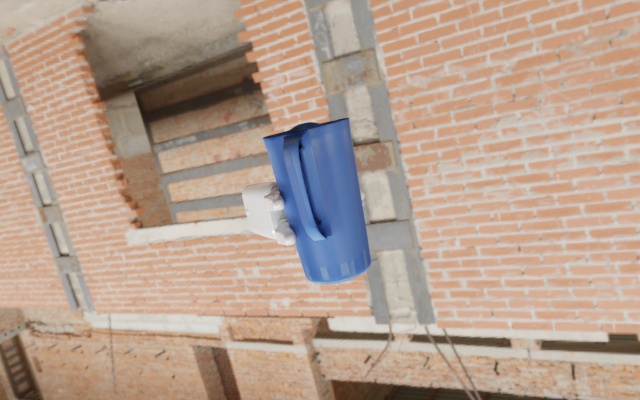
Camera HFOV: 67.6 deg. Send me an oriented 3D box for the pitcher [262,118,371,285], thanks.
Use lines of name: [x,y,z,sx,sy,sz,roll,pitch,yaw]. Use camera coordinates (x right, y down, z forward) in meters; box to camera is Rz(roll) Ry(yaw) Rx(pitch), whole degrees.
pitcher: [0.000,0.002,0.728,0.149,0.243,0.145,-19,12,-30]
